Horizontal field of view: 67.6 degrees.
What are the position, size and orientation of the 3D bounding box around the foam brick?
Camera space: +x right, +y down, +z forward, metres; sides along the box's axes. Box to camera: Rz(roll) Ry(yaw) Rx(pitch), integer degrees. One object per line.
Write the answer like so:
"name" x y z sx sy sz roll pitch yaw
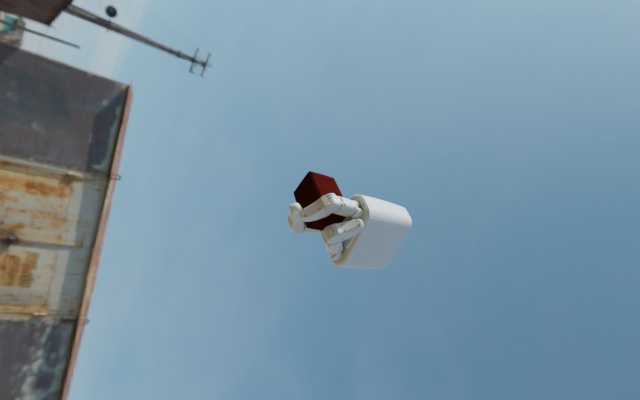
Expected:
"foam brick" 0.000 0.002 0.753 0.051 0.078 0.053 11 -48 -37
